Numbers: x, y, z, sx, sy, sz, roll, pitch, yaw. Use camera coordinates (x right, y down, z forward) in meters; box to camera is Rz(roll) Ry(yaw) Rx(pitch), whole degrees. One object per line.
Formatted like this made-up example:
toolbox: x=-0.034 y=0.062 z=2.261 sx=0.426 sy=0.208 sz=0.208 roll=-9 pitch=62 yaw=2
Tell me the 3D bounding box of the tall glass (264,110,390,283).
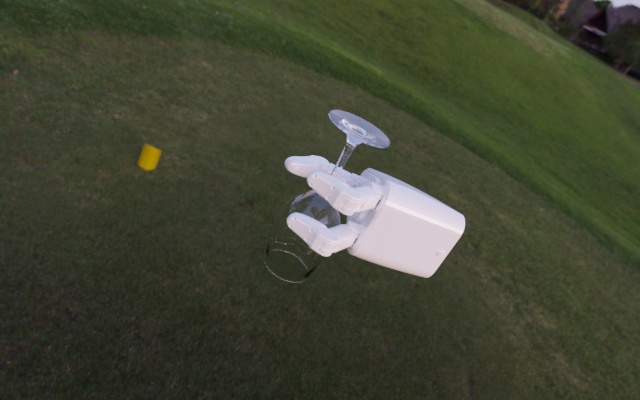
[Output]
tall glass: x=0.000 y=0.001 z=0.552 sx=0.079 sy=0.201 sz=0.079 roll=23 pitch=26 yaw=-12
